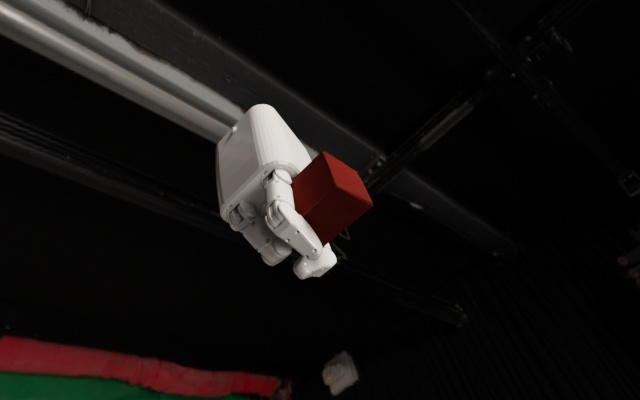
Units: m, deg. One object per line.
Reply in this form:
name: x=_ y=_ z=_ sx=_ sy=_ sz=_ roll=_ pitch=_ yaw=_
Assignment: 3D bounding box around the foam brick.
foam brick: x=0.000 y=0.001 z=0.461 sx=0.053 sy=0.051 sz=0.078 roll=29 pitch=-59 yaw=-38
